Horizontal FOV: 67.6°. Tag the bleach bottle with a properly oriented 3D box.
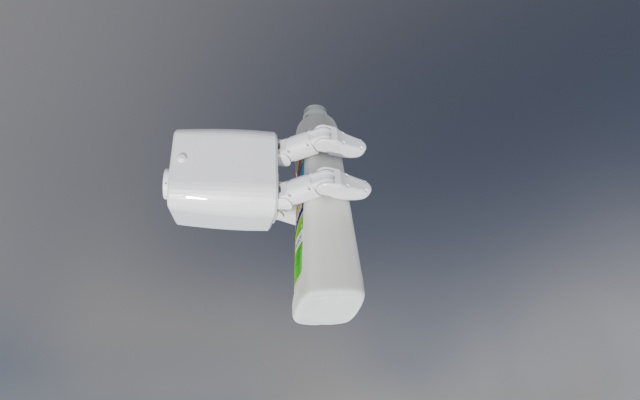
[{"bbox_3d":[0.000,0.002,0.535,0.068,0.250,0.103,1,-32,-9],"label":"bleach bottle"}]
